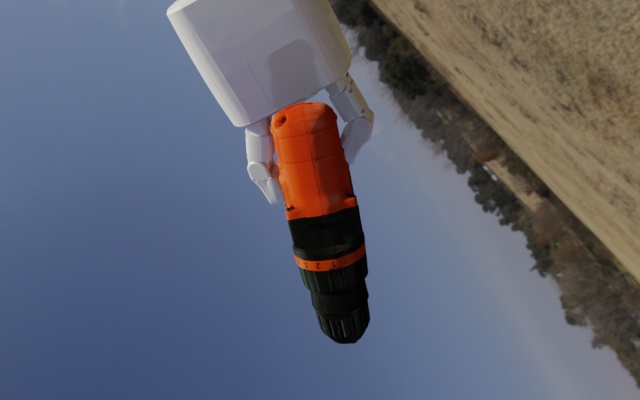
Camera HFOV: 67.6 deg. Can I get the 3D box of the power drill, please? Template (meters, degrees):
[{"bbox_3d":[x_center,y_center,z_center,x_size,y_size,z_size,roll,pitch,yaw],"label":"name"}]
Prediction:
[{"bbox_3d":[0.000,0.001,0.406,0.057,0.184,0.187,-11,19,-3],"label":"power drill"}]
